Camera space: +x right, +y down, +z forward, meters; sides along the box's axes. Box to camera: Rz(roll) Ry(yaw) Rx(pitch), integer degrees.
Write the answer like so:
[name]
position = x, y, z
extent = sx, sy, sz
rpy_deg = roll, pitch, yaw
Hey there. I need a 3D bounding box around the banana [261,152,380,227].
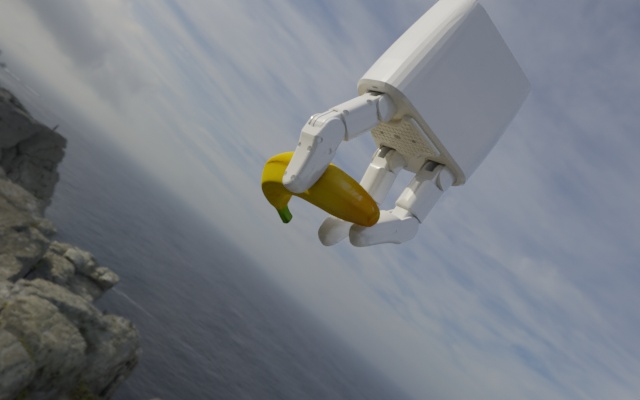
[banana]
position = -0.014, -0.012, 0.406
extent = 0.069, 0.037, 0.198
rpy_deg = 47, -15, -14
